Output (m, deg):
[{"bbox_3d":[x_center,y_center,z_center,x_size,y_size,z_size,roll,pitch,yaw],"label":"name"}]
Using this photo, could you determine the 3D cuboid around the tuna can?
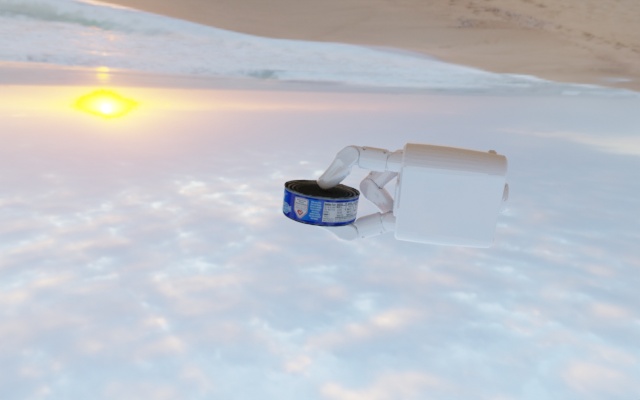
[{"bbox_3d":[0.000,0.002,0.538,0.086,0.034,0.086,6,14,-2],"label":"tuna can"}]
